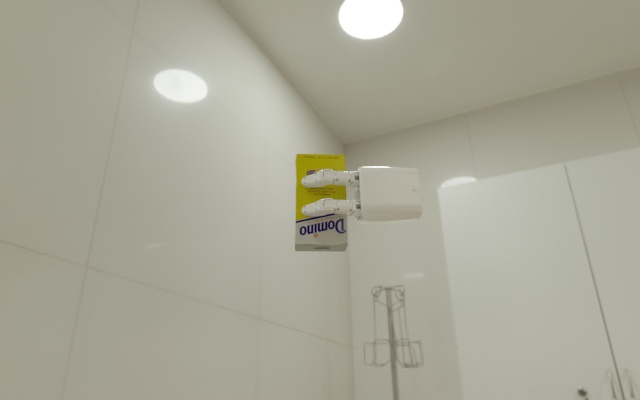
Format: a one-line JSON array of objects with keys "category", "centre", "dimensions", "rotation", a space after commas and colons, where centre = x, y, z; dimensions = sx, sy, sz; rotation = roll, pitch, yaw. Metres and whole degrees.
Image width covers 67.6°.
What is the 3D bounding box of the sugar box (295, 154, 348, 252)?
[{"category": "sugar box", "centre": [0.000, 0.002, 0.860], "dimensions": [0.093, 0.176, 0.048], "rotation": [0, -24, -3]}]
